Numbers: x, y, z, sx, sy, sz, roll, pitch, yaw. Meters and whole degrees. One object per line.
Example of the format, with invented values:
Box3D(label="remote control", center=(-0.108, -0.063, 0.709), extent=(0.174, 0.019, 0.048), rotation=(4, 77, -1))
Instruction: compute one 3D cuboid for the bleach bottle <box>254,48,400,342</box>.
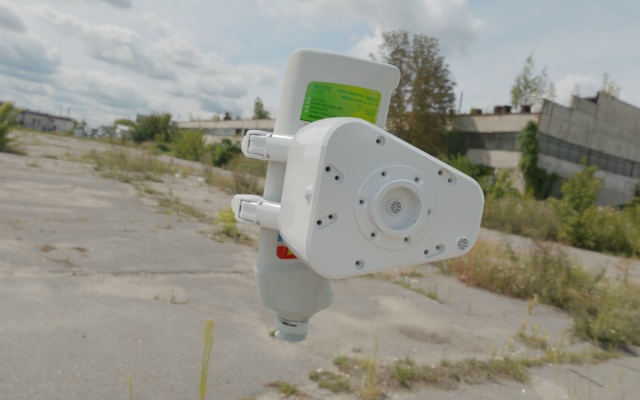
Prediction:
Box3D(label="bleach bottle", center=(0.000, 0.001, 0.429), extent=(0.102, 0.251, 0.068), rotation=(8, 4, -12))
